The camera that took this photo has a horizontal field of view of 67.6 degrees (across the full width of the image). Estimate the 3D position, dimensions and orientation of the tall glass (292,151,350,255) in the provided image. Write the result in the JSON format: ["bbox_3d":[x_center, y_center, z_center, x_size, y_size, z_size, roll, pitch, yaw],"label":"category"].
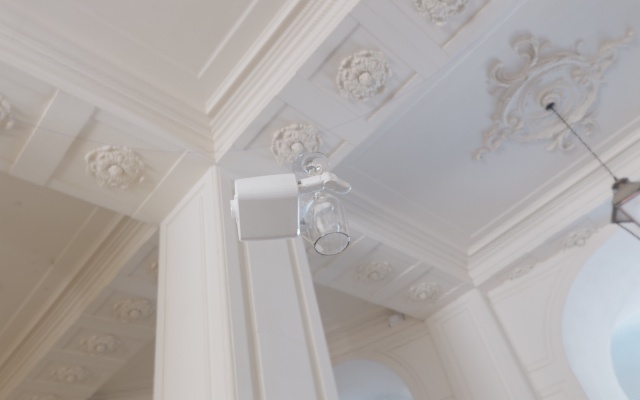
[{"bbox_3d":[0.000,0.002,0.870,0.079,0.200,0.079,-9,-43,-8],"label":"tall glass"}]
